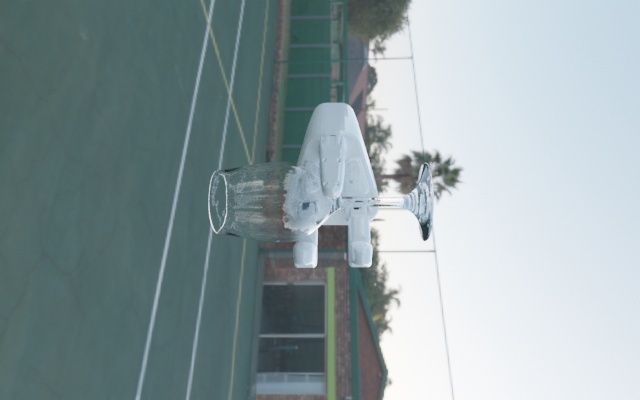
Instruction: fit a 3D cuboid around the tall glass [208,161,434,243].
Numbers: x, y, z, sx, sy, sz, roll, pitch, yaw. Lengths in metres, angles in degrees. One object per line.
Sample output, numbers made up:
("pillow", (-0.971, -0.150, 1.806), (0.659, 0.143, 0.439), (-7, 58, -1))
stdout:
("tall glass", (0.001, 0.002, 0.455), (0.201, 0.079, 0.079), (0, 0, 2))
